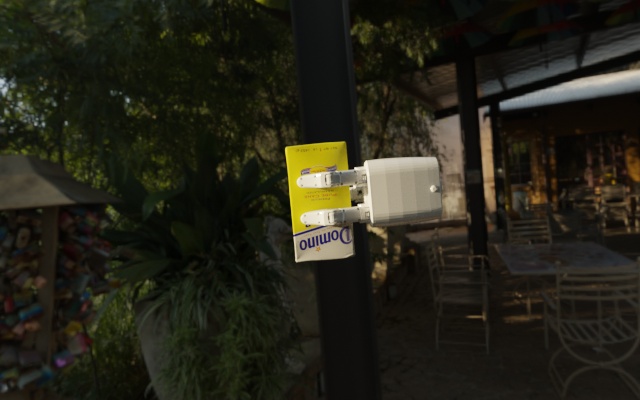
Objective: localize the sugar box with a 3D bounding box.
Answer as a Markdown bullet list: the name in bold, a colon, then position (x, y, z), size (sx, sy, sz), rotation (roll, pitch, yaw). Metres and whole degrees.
- **sugar box**: position (0.000, 0.002, 0.732), size (0.093, 0.176, 0.048), rotation (-6, 2, 0)
